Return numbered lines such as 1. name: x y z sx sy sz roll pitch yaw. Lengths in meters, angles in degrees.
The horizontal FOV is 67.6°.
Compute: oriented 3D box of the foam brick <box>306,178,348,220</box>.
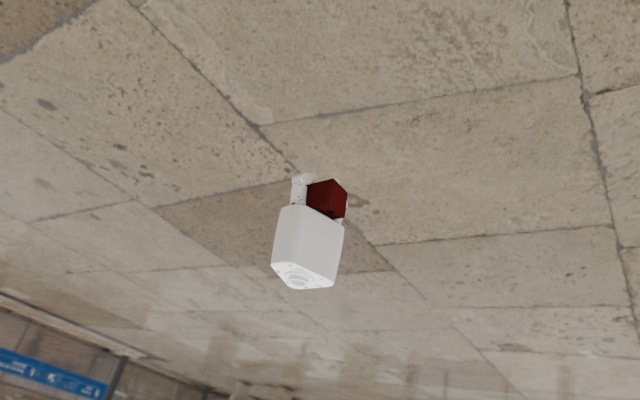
1. foam brick: 0.000 0.003 0.824 0.078 0.051 0.053 -12 -35 33
